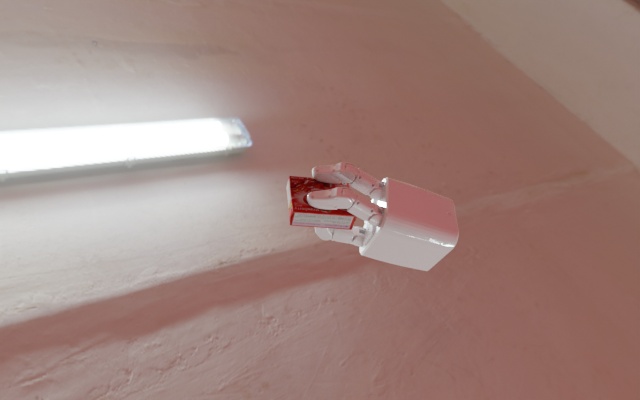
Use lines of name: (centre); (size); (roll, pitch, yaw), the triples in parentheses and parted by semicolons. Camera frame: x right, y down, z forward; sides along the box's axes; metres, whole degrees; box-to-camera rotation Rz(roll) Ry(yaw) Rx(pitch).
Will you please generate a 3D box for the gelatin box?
gelatin box: (0.000, 0.002, 0.657); (0.089, 0.030, 0.073); (4, 42, -13)
